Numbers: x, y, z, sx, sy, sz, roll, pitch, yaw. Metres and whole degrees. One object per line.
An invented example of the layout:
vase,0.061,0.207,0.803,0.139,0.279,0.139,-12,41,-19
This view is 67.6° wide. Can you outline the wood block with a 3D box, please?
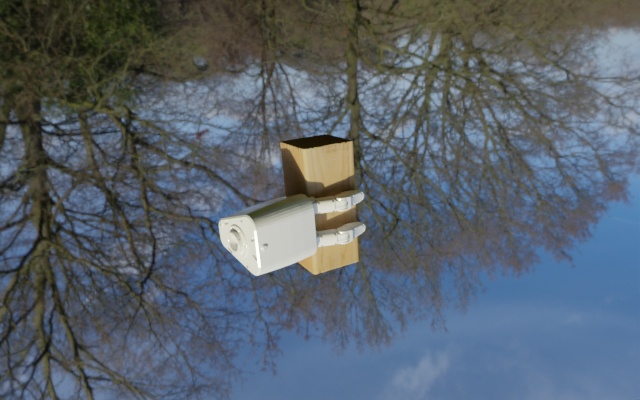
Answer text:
wood block,0.000,0.003,0.790,0.090,0.206,0.091,-13,20,-26
